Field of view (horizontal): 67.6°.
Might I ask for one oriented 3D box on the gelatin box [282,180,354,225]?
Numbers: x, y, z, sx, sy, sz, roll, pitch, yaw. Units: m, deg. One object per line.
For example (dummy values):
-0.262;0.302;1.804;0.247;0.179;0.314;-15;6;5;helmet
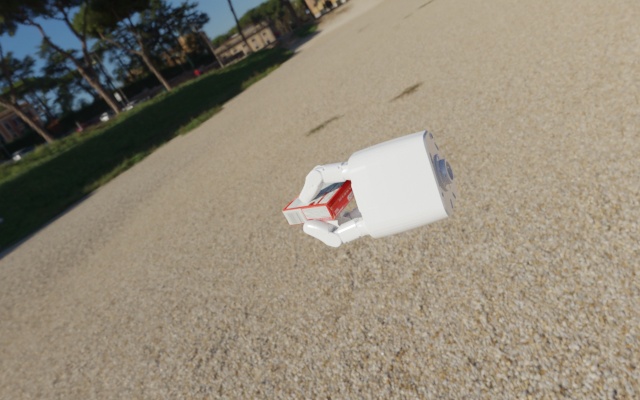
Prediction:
0.000;0.002;0.697;0.089;0.030;0.073;-9;27;40;gelatin box
